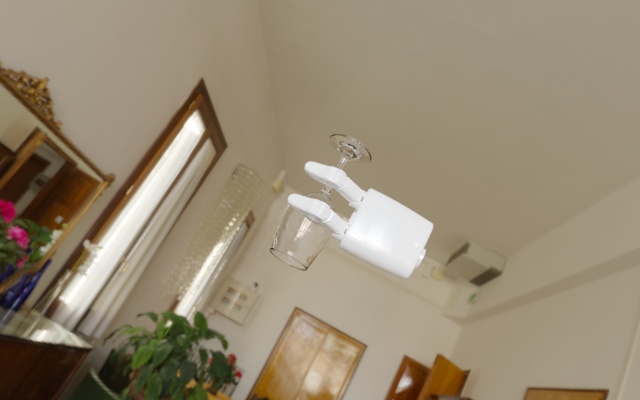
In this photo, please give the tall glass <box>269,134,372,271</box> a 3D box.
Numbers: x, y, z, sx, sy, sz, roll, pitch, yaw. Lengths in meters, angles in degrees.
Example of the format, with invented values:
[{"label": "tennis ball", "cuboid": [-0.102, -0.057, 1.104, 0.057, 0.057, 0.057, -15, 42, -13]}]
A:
[{"label": "tall glass", "cuboid": [0.000, 0.002, 0.708, 0.079, 0.201, 0.079, 26, -19, 10]}]
